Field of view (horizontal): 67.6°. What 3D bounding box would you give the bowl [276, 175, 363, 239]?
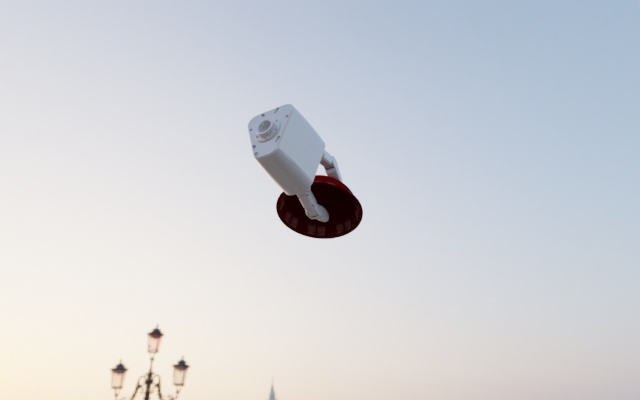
[{"bbox_3d":[0.000,0.003,0.897,0.162,0.055,0.162,4,-42,4],"label":"bowl"}]
